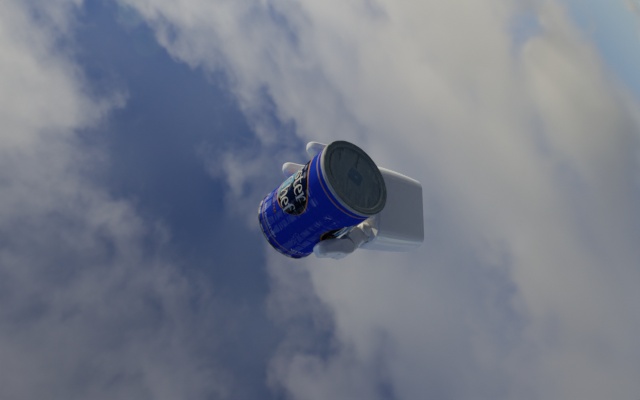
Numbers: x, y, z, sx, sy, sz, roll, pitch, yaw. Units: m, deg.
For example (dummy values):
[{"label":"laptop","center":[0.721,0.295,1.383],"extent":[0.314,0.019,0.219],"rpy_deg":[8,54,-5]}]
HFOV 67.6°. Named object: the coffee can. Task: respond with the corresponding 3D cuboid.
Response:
[{"label":"coffee can","center":[0.000,0.002,0.617],"extent":[0.103,0.102,0.140],"rpy_deg":[0,-27,-44]}]
